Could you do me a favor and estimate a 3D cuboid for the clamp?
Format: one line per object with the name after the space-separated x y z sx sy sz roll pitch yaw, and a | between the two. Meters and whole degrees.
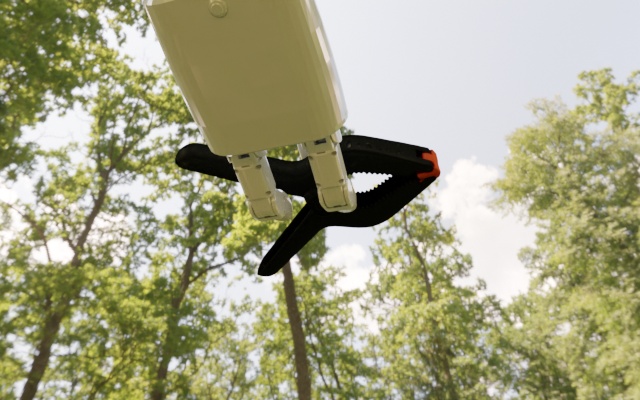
0.001 0.001 0.423 0.210 0.165 0.036 -9 42 12 | clamp
